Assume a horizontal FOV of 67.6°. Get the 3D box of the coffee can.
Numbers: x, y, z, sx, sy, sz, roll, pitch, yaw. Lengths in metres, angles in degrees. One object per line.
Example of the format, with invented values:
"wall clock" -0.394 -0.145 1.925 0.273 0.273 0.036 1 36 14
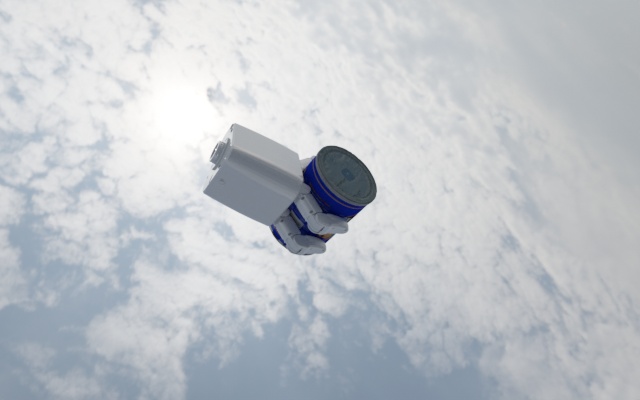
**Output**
"coffee can" 0.000 0.002 0.703 0.103 0.102 0.140 0 -35 -43
